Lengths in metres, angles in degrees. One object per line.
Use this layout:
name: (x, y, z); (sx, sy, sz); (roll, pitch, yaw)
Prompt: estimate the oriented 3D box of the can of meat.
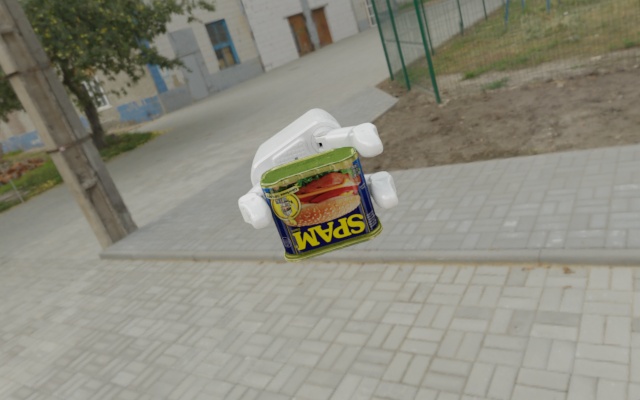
can of meat: (0.000, 0.001, 0.466); (0.102, 0.084, 0.057); (-17, 20, 4)
